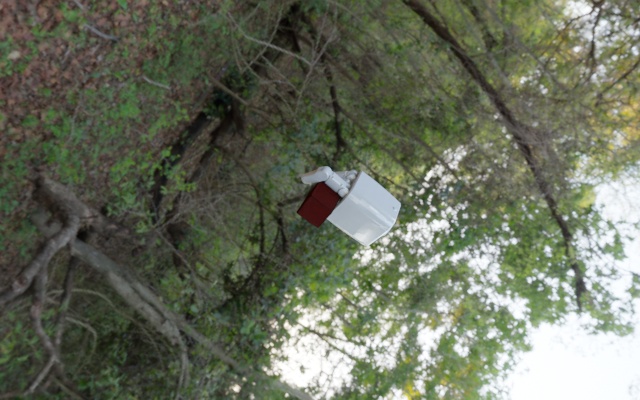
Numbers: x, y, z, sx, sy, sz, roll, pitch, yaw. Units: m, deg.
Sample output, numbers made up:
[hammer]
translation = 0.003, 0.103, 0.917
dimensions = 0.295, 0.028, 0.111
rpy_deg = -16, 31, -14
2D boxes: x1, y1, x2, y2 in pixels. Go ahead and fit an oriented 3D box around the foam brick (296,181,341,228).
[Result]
[foam brick]
translation = 0.000, 0.003, 0.896
dimensions = 0.053, 0.051, 0.078
rpy_deg = -48, 6, 36
